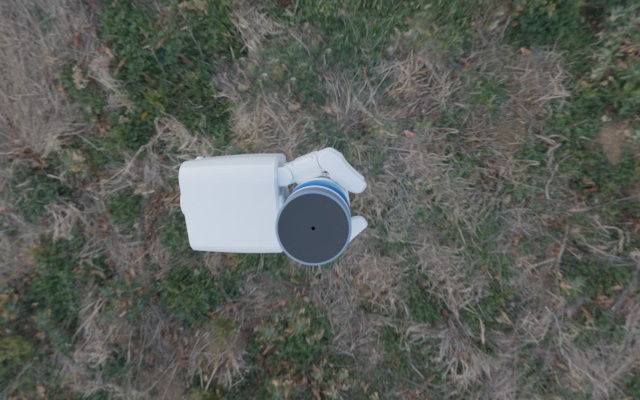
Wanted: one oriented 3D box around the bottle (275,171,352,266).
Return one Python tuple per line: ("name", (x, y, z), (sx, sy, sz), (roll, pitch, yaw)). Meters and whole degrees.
("bottle", (0.000, 0.002, 0.556), (0.069, 0.069, 0.295), (0, 9, 3))
